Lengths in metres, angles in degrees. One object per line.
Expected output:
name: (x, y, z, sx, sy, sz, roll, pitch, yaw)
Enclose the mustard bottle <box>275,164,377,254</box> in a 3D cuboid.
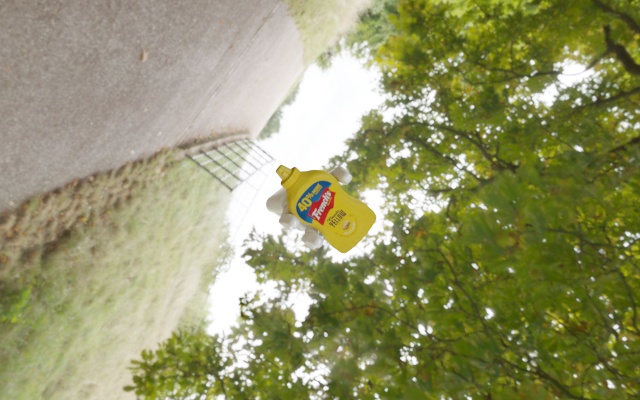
mustard bottle: (0.000, 0.003, 0.823, 0.192, 0.096, 0.058, 39, 9, -18)
